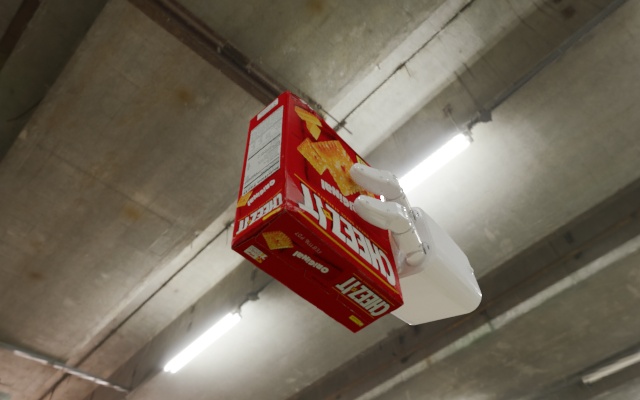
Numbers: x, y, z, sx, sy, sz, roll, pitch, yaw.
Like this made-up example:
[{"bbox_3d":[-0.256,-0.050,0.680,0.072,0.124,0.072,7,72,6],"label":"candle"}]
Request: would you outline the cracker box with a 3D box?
[{"bbox_3d":[0.000,0.002,0.496,0.072,0.213,0.164,-36,-58,23],"label":"cracker box"}]
